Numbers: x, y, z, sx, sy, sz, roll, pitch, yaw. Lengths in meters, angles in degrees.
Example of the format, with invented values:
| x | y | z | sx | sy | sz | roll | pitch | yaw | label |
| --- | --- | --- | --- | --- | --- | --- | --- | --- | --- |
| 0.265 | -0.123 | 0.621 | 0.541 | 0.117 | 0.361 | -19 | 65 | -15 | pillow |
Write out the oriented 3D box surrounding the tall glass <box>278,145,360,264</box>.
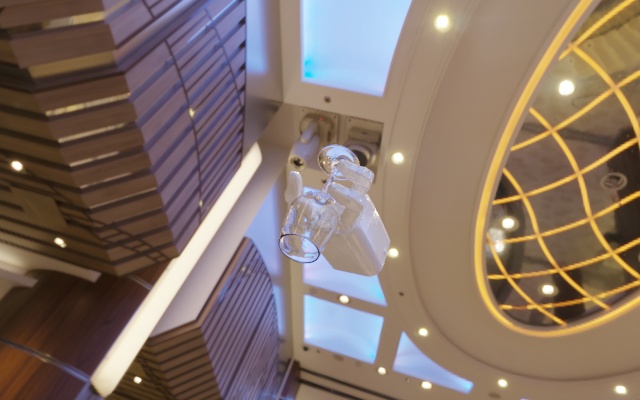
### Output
| x | y | z | sx | sy | sz | roll | pitch | yaw | label |
| --- | --- | --- | --- | --- | --- | --- | --- | --- | --- |
| 0.000 | 0.002 | 0.738 | 0.079 | 0.079 | 0.201 | 0 | 42 | 25 | tall glass |
